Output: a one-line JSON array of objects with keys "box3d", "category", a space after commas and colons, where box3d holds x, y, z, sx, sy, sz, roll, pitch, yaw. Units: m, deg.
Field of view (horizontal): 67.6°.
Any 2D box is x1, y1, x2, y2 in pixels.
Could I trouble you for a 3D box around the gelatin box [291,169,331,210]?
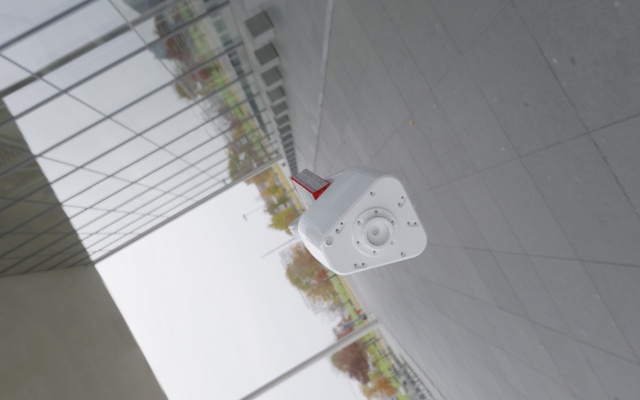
[{"box3d": [0.000, 0.002, 0.649, 0.030, 0.073, 0.089, -32, 26, -12], "category": "gelatin box"}]
